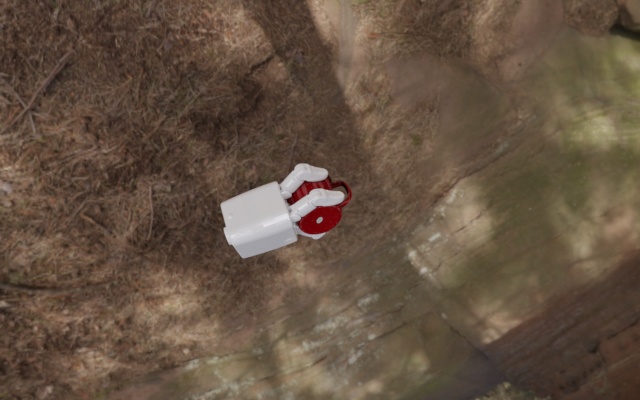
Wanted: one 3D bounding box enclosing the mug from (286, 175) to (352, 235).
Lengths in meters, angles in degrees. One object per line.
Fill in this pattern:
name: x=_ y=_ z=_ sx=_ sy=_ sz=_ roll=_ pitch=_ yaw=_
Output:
mug: x=0.002 y=0.003 z=0.855 sx=0.117 sy=0.081 sz=0.093 roll=-20 pitch=-39 yaw=-4
